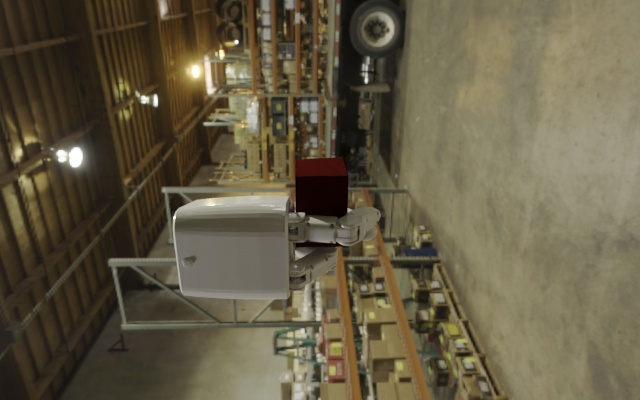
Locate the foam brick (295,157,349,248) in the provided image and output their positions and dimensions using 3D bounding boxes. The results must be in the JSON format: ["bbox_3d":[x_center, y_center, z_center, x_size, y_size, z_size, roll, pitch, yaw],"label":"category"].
[{"bbox_3d":[0.000,0.001,0.477,0.051,0.078,0.053,0,23,-1],"label":"foam brick"}]
